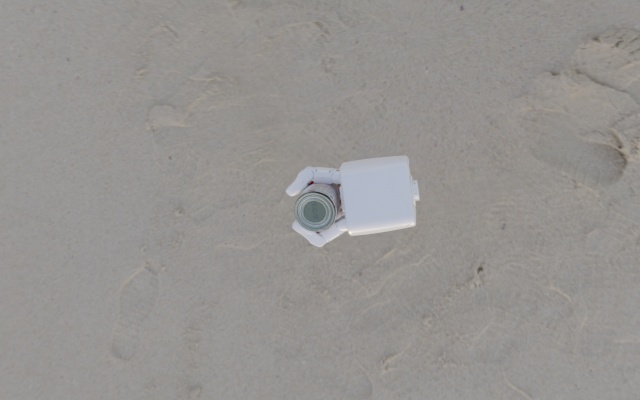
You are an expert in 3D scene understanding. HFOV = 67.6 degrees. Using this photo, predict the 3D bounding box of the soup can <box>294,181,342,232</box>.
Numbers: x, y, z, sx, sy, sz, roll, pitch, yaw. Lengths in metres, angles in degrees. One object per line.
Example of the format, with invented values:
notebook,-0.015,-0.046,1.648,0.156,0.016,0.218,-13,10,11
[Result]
soup can,0.000,0.003,0.778,0.068,0.068,0.102,0,19,11
